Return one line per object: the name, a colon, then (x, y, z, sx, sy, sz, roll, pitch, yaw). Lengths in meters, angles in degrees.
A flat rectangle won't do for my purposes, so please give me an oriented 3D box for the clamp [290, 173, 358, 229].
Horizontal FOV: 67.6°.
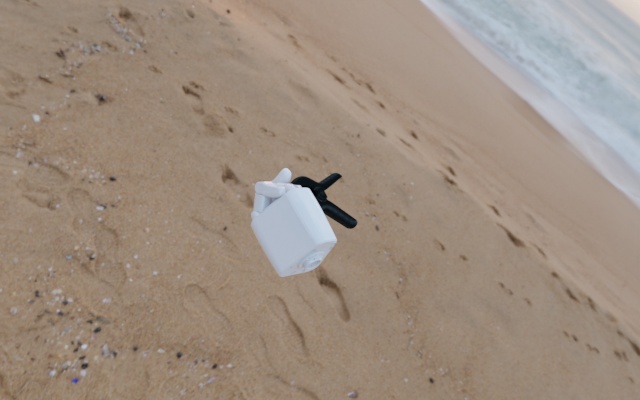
clamp: (0.000, 0.002, 0.891, 0.171, 0.120, 0.039, -6, -30, -45)
